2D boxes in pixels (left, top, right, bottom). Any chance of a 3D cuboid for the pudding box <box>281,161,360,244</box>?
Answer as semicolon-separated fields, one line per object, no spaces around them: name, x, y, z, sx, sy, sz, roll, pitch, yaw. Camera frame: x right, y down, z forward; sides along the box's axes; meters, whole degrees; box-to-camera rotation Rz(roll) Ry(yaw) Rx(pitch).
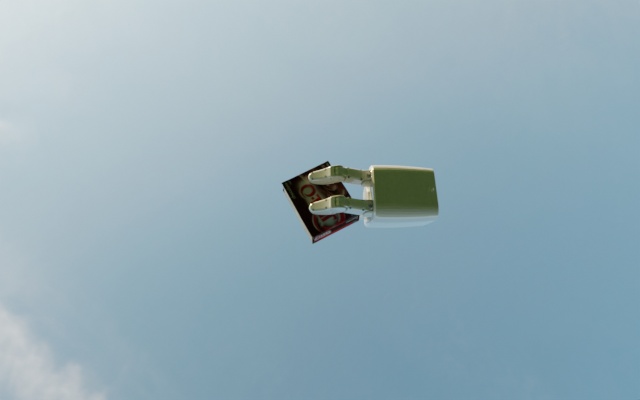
pudding box;0.000;0.003;0.790;0.090;0.113;0.039;-26;-23;-13
